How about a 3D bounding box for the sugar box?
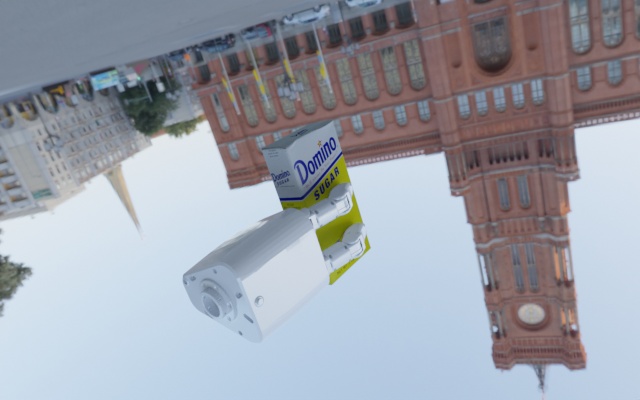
[{"bbox_3d":[0.000,0.002,0.575,0.048,0.176,0.093,1,26,40],"label":"sugar box"}]
